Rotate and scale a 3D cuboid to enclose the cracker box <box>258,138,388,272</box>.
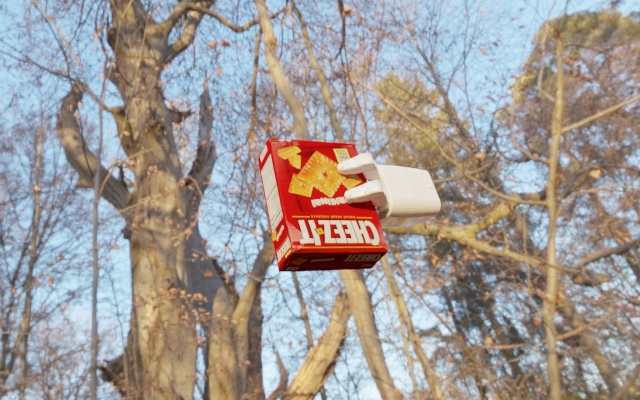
[{"bbox_3d":[0.000,0.002,0.769,0.164,0.213,0.072,2,-34,-25],"label":"cracker box"}]
